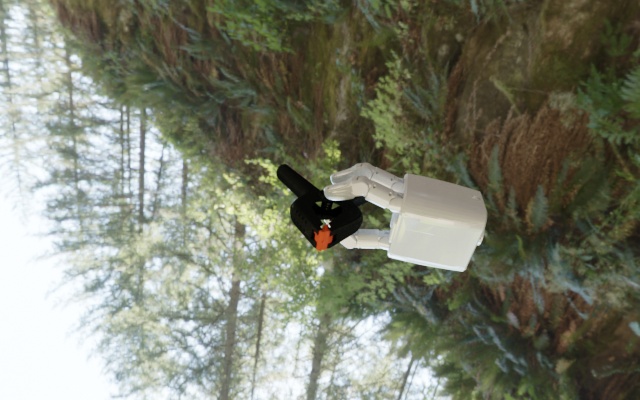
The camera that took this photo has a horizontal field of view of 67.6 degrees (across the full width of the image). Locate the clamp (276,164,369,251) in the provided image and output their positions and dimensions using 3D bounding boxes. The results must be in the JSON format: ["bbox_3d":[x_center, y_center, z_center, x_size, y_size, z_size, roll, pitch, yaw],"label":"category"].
[{"bbox_3d":[0.000,0.003,0.650,0.164,0.036,0.210,11,25,6],"label":"clamp"}]
